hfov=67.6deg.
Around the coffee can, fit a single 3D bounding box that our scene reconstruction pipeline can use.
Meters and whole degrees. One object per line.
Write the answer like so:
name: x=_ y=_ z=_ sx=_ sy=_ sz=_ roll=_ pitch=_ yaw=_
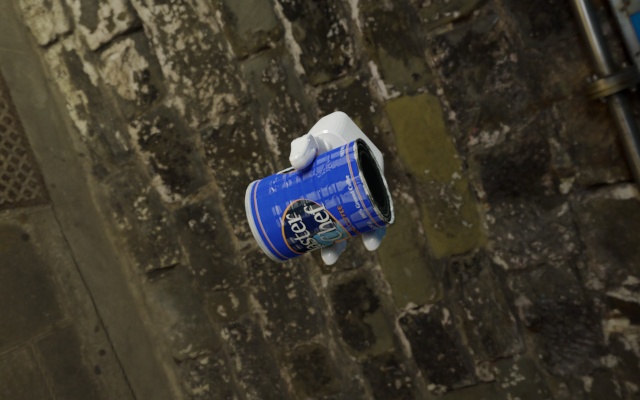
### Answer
coffee can: x=0.000 y=0.002 z=0.549 sx=0.140 sy=0.103 sz=0.103 roll=-21 pitch=-7 yaw=19
